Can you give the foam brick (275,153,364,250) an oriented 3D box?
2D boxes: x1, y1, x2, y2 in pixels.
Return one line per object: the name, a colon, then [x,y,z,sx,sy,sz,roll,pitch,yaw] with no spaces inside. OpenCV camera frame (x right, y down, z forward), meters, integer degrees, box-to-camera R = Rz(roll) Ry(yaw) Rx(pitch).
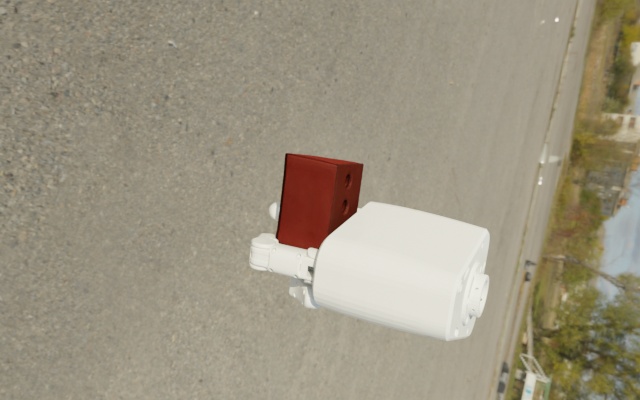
foam brick: [0.000,0.001,0.411,0.051,0.078,0.053,12,10,29]
